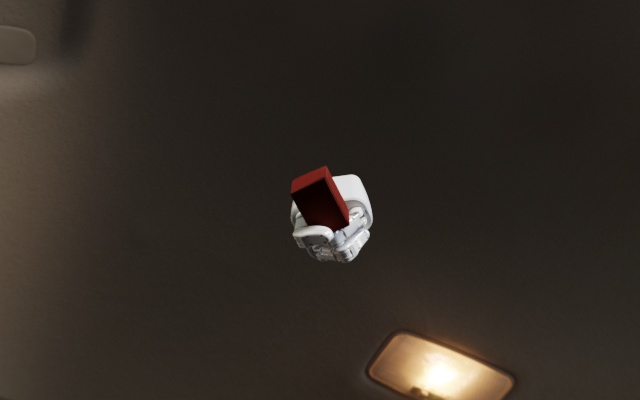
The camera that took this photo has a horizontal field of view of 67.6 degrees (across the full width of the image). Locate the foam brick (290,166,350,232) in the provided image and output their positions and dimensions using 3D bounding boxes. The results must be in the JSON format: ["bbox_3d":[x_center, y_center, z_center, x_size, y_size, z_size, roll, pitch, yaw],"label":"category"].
[{"bbox_3d":[0.000,0.002,0.644,0.053,0.078,0.051,-23,22,11],"label":"foam brick"}]
